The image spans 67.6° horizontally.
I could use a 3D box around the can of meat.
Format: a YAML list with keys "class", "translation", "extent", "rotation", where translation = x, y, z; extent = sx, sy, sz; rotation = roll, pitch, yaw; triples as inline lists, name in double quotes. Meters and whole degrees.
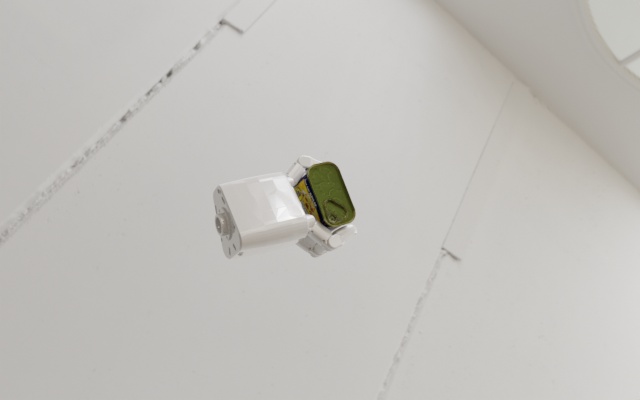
- class: "can of meat"
  translation: [0.000, 0.002, 0.751]
  extent: [0.057, 0.102, 0.084]
  rotation: [-16, -11, -30]
